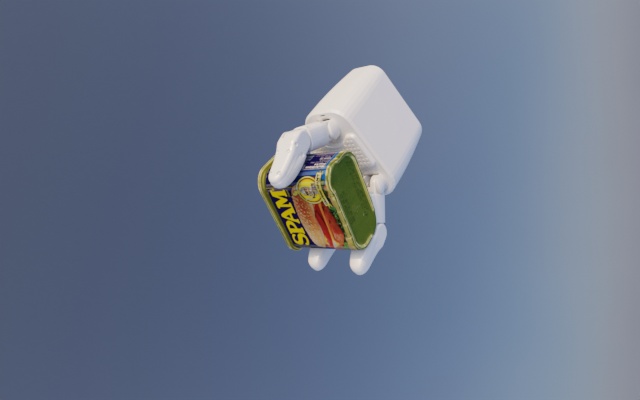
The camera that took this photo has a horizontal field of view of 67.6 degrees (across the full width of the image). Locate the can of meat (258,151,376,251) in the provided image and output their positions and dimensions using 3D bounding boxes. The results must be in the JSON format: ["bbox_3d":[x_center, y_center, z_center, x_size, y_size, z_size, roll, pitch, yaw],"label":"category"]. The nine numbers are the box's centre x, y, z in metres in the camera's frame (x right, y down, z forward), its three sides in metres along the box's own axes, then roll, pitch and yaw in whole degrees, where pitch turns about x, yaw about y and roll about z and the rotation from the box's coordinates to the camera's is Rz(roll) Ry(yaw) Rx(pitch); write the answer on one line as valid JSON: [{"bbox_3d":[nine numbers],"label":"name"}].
[{"bbox_3d":[0.000,0.001,0.471,0.084,0.102,0.057,-1,35,36],"label":"can of meat"}]
